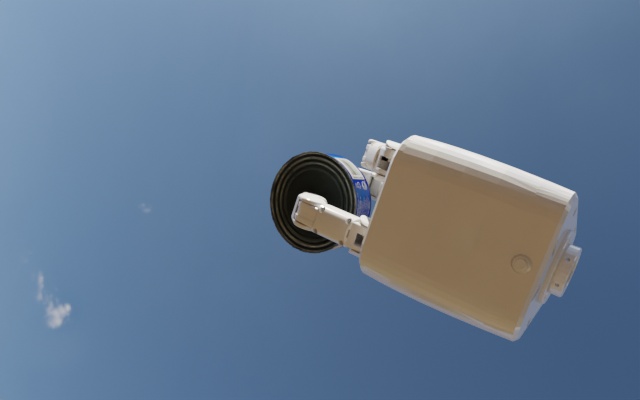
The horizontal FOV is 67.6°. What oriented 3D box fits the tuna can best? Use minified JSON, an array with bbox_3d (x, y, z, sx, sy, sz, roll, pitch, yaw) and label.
[{"bbox_3d":[0.000,0.001,0.415,0.086,0.086,0.034,0,1,32],"label":"tuna can"}]
